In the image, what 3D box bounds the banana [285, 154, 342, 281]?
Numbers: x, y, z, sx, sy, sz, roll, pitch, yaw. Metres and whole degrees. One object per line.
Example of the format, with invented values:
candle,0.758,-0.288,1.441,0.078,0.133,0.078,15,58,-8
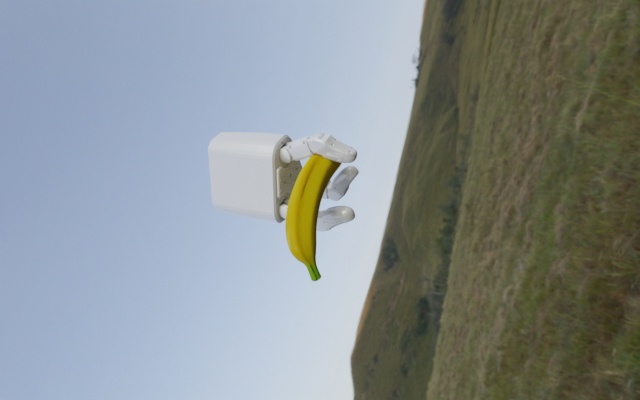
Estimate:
banana,-0.007,-0.005,0.586,0.037,0.197,0.070,-2,-33,25
